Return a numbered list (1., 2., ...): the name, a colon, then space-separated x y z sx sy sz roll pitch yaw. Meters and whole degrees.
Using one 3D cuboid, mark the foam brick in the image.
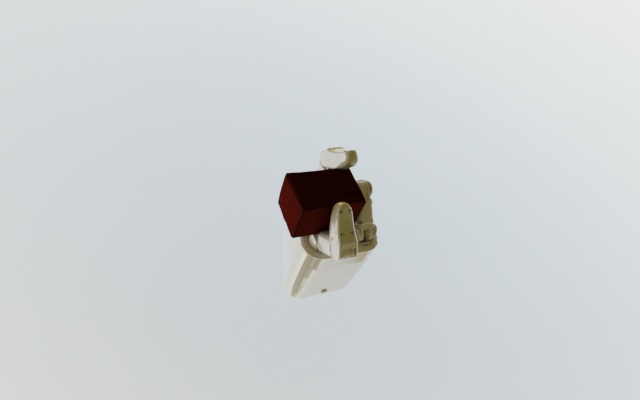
1. foam brick: 0.000 0.002 0.521 0.078 0.053 0.051 -7 -35 -26
